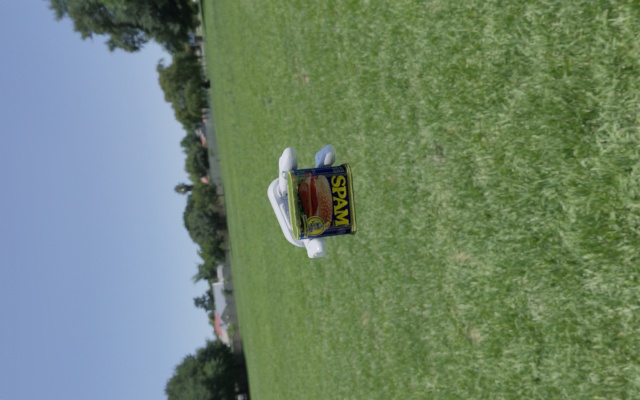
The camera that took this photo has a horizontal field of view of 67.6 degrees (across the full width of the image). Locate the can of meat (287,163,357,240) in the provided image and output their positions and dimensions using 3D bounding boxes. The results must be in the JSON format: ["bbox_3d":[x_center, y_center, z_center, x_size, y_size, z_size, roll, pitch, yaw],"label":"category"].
[{"bbox_3d":[0.000,0.002,0.664,0.084,0.102,0.057,-6,4,-11],"label":"can of meat"}]
